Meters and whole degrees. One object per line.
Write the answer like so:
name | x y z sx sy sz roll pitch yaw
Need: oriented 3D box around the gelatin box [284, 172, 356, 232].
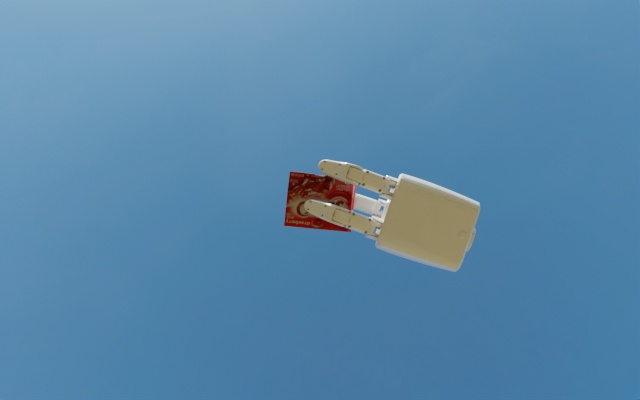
gelatin box | 0.000 0.002 0.632 0.089 0.073 0.030 6 -2 11
